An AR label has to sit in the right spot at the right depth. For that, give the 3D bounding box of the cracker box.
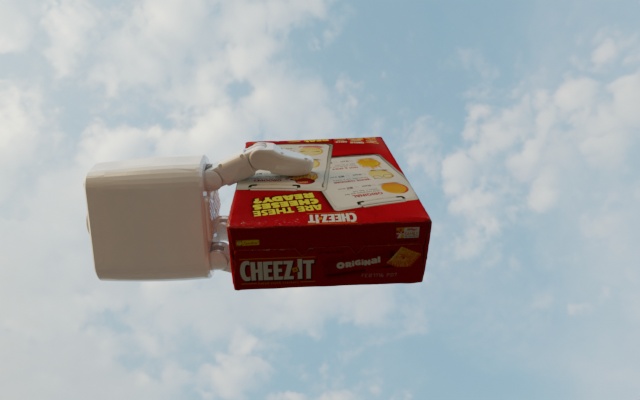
[{"bbox_3d":[0.000,0.001,0.480,0.164,0.072,0.213,-2,26,-4],"label":"cracker box"}]
